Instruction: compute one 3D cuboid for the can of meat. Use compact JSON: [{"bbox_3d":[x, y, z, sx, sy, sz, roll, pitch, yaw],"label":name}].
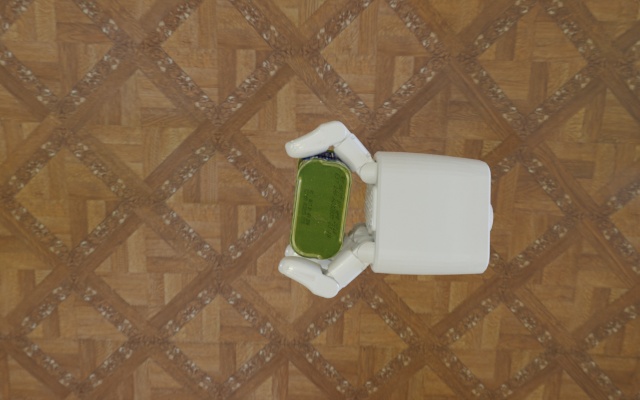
[{"bbox_3d":[0.000,0.002,0.485,0.057,0.102,0.084,6,12,-2],"label":"can of meat"}]
